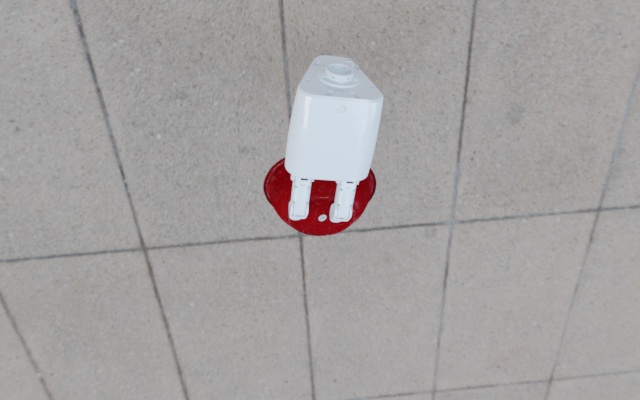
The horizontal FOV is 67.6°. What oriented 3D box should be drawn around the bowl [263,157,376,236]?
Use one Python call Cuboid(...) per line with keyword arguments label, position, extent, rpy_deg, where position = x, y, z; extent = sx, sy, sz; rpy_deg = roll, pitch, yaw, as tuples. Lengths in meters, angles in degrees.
Cuboid(label="bowl", position=(0.000, 0.003, 0.668), extent=(0.162, 0.055, 0.162), rpy_deg=(-2, -38, -1))
